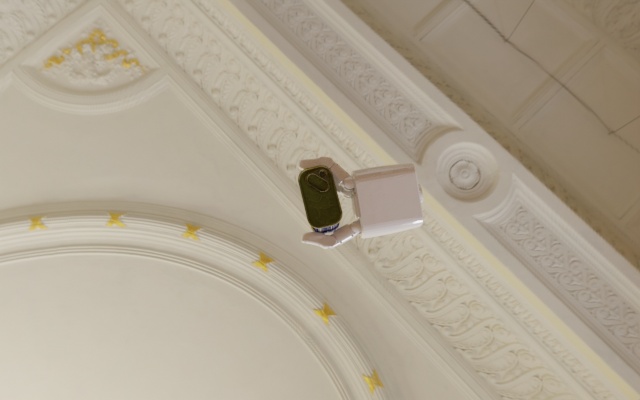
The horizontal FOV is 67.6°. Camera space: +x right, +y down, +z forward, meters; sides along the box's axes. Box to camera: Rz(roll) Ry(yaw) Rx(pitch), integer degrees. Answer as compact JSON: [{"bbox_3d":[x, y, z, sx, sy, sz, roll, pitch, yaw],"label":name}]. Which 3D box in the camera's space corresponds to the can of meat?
[{"bbox_3d":[0.000,0.003,0.803,0.057,0.102,0.084,-14,-13,-2],"label":"can of meat"}]
